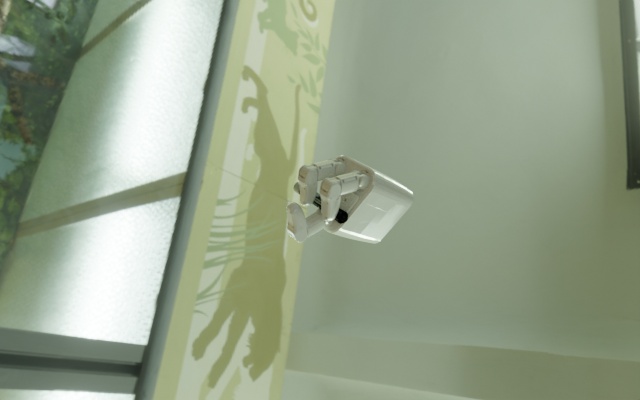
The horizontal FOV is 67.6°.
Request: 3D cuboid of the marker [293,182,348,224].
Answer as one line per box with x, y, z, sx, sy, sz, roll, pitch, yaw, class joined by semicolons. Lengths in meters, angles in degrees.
0.000;0.002;0.696;0.020;0.020;0.121;0;23;-38;marker
